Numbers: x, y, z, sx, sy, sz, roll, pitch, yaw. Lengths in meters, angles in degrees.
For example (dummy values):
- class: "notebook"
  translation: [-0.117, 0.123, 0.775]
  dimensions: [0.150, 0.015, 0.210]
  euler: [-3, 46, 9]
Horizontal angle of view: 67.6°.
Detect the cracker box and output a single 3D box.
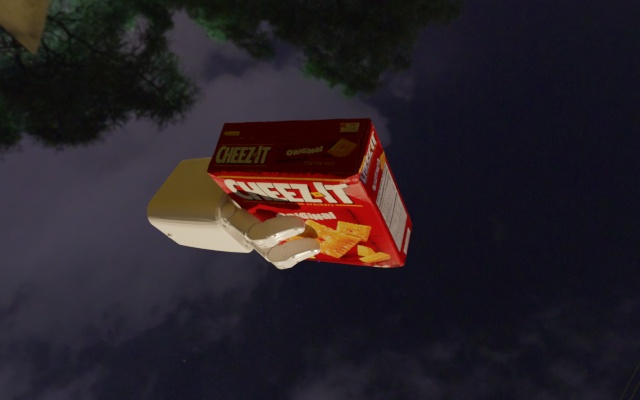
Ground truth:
- class: "cracker box"
  translation: [0.000, 0.002, 0.538]
  dimensions: [0.164, 0.072, 0.214]
  euler: [2, -29, 23]
